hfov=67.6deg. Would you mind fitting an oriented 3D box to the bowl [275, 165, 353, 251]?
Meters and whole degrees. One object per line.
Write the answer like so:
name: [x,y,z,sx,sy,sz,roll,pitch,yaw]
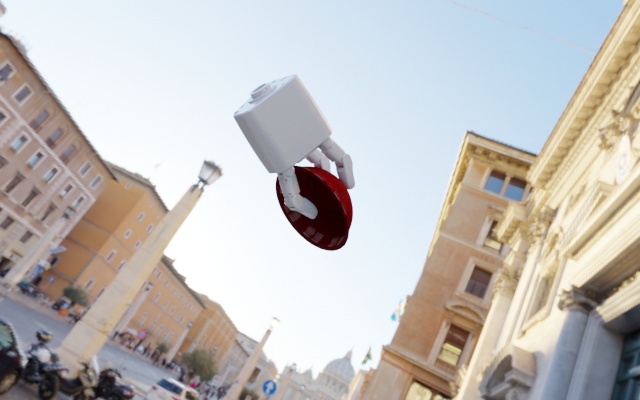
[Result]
bowl: [0.001,0.003,0.791,0.055,0.162,0.162,-36,23,-35]
